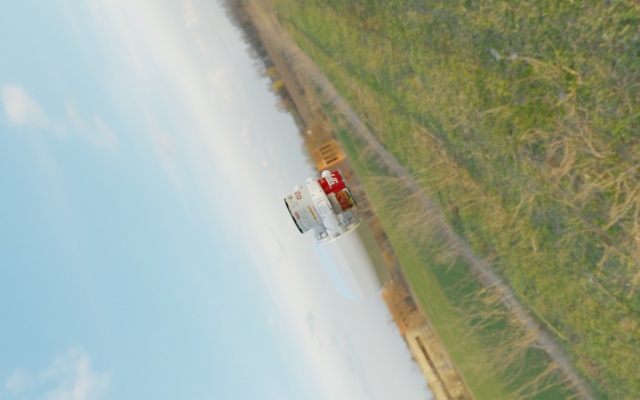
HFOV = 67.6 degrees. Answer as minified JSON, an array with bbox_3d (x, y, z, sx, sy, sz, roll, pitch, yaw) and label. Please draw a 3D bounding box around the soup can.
[{"bbox_3d":[0.000,0.002,0.775,0.102,0.068,0.068,-27,-1,1],"label":"soup can"}]
